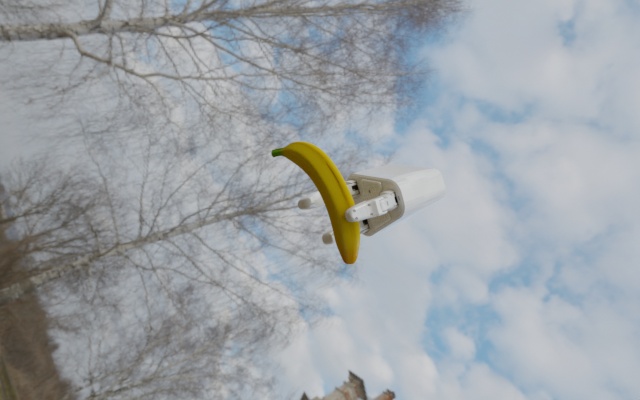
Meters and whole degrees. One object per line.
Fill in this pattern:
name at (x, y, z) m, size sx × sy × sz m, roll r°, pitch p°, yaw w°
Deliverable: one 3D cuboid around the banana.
banana at (0.007, -0.011, 0.643) m, size 0.037 × 0.197 × 0.070 m, roll -18°, pitch -21°, yaw -43°
